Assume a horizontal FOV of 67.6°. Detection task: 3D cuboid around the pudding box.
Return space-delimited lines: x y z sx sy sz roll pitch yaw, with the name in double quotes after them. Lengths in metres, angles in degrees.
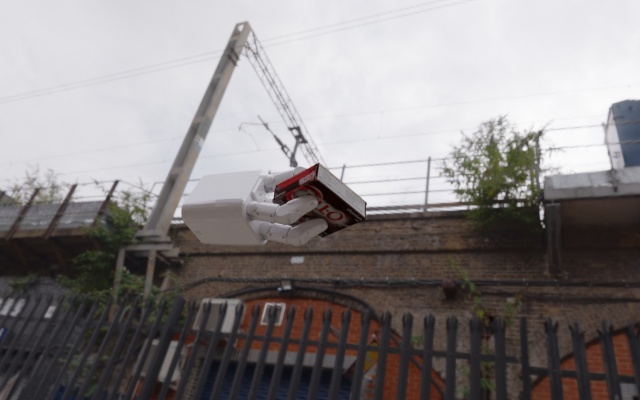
0.000 0.002 0.703 0.090 0.039 0.113 -25 -47 37 "pudding box"
